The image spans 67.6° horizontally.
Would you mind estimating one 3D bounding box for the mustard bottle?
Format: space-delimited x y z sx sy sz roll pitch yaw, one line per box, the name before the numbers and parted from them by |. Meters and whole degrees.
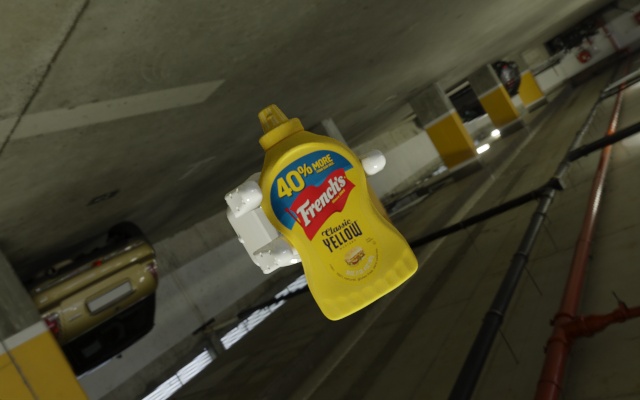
mustard bottle | 0.000 0.002 0.427 0.096 0.191 0.058 -30 1 -3
